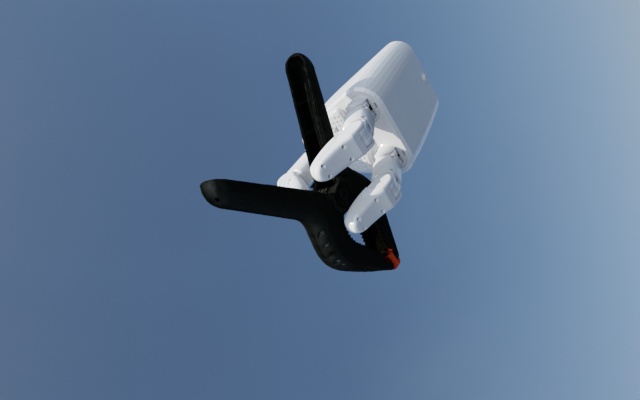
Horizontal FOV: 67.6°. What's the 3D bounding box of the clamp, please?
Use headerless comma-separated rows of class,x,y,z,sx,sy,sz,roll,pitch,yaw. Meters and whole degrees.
clamp,0.000,0.002,0.407,0.036,0.210,0.164,-11,34,42
